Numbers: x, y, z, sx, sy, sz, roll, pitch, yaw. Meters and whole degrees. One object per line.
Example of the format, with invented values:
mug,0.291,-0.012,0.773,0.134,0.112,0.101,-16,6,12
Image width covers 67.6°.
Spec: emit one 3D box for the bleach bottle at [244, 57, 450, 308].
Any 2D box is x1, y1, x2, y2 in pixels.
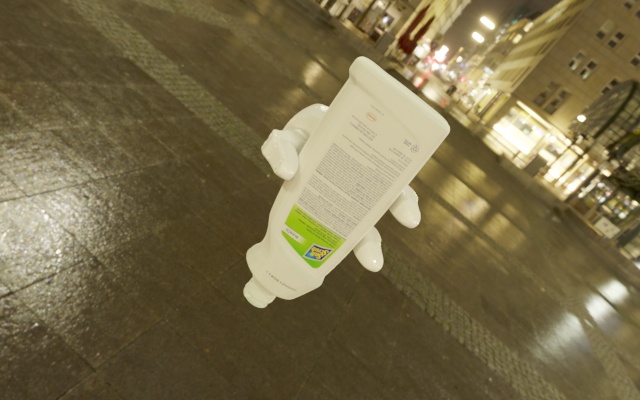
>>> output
bleach bottle,0.000,0.001,0.442,0.102,0.251,0.068,37,21,-4
